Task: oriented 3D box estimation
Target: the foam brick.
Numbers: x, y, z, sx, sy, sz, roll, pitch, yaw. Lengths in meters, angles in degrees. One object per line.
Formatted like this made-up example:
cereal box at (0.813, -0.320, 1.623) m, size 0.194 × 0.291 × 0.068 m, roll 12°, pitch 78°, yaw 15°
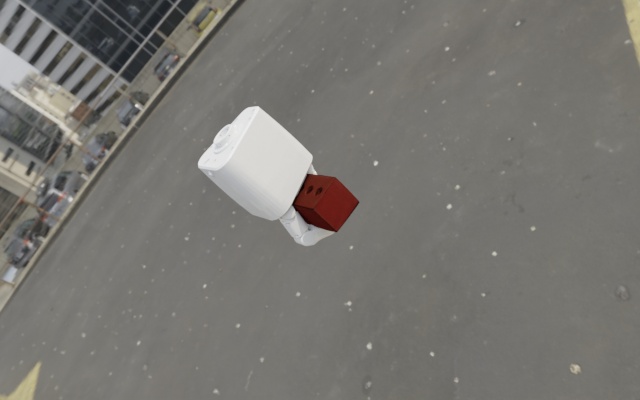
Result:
foam brick at (0.000, 0.002, 0.629) m, size 0.051 × 0.053 × 0.078 m, roll 46°, pitch -19°, yaw -29°
